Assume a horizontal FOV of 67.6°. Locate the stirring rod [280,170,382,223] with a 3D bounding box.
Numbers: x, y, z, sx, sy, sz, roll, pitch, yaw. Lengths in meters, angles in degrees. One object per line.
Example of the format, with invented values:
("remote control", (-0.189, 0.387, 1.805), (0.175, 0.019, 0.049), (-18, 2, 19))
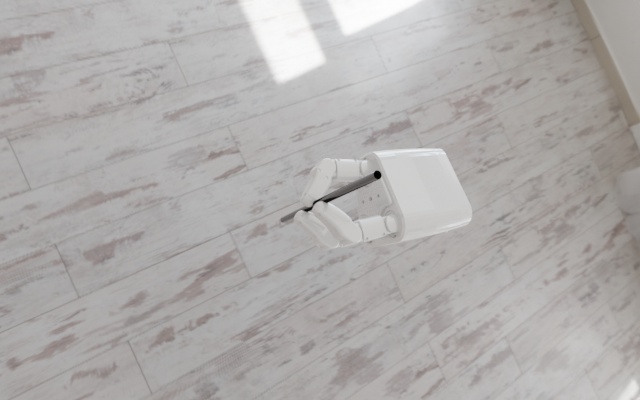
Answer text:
("stirring rod", (0.000, 0.002, 0.514), (0.011, 0.011, 0.239), (0, -11, -24))
